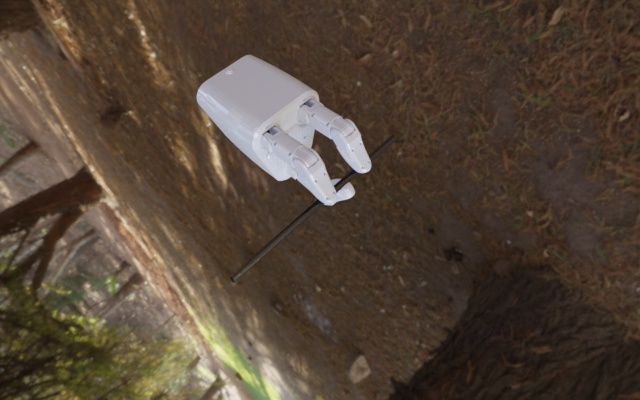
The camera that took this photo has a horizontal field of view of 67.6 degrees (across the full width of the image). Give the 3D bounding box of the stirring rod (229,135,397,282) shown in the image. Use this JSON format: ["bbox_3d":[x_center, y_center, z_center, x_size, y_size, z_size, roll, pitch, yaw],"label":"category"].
[{"bbox_3d":[0.000,0.002,0.498,0.239,0.011,0.011,-41,18,-23],"label":"stirring rod"}]
